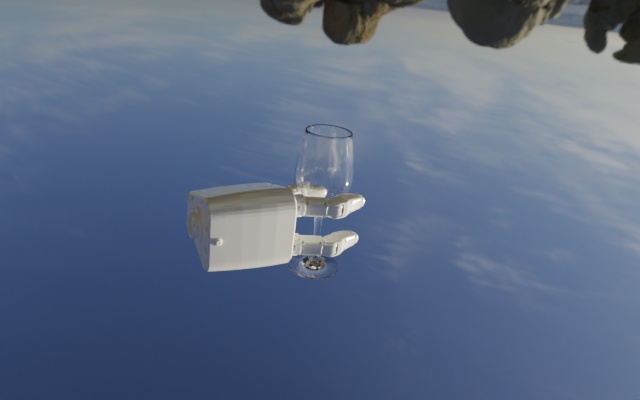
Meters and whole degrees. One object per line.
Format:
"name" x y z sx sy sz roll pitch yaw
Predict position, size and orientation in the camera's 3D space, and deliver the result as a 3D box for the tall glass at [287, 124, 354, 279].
"tall glass" 0.000 0.003 0.648 0.079 0.201 0.079 6 23 -3
